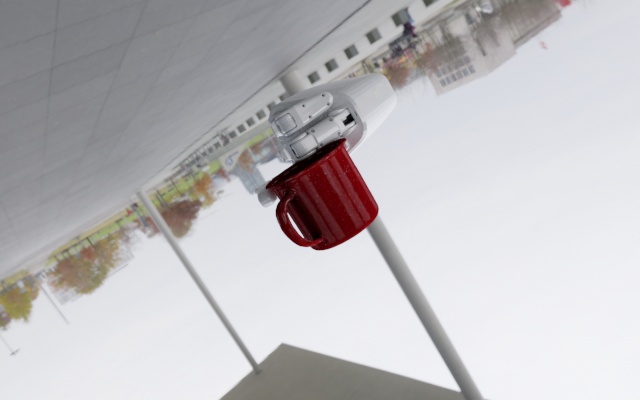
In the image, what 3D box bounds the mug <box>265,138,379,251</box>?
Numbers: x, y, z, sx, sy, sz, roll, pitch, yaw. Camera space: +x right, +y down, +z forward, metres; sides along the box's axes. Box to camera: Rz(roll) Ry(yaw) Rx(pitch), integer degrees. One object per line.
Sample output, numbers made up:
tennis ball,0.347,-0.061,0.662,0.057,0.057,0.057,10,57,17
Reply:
mug,0.000,0.002,0.467,0.093,0.081,0.117,-23,14,39
